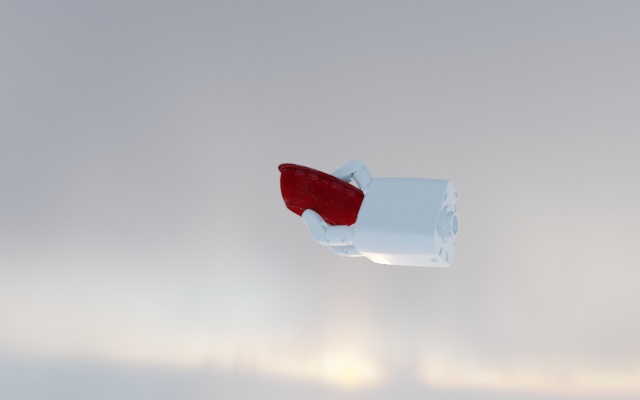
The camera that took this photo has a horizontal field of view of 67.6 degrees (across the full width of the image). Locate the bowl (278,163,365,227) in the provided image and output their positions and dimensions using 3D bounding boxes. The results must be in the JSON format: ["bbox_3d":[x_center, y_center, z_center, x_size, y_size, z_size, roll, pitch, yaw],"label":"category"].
[{"bbox_3d":[-0.001,0.003,0.727,0.162,0.055,0.162,22,-10,4],"label":"bowl"}]
